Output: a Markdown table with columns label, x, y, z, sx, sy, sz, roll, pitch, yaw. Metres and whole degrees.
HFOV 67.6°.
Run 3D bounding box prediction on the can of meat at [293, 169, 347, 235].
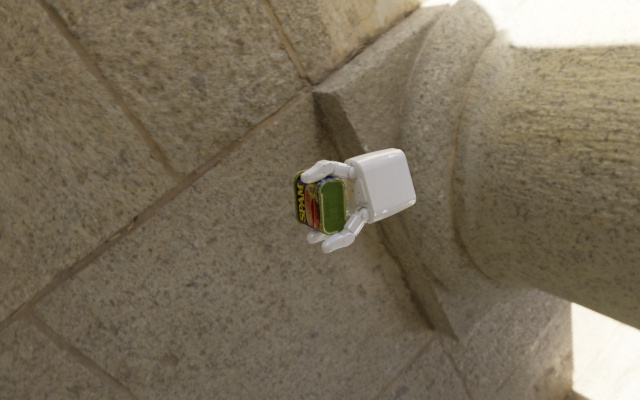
| label | x | y | z | sx | sy | sz | roll | pitch | yaw |
| --- | --- | --- | --- | --- | --- | --- | --- | --- | --- |
| can of meat | 0.000 | 0.003 | 0.827 | 0.057 | 0.102 | 0.084 | -15 | 21 | -31 |
